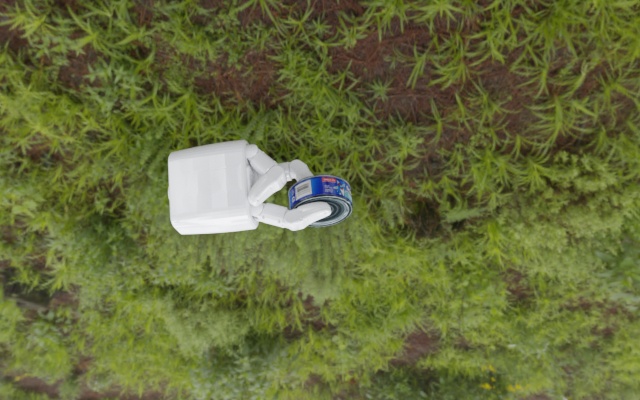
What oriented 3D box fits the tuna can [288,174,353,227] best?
[{"bbox_3d":[0.000,0.003,0.645,0.086,0.033,0.086,-5,-31,-3],"label":"tuna can"}]
